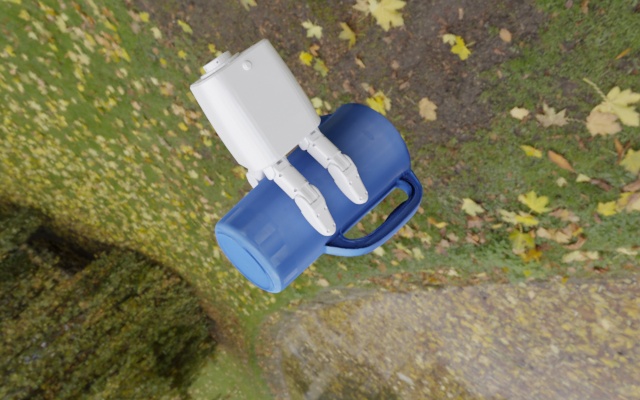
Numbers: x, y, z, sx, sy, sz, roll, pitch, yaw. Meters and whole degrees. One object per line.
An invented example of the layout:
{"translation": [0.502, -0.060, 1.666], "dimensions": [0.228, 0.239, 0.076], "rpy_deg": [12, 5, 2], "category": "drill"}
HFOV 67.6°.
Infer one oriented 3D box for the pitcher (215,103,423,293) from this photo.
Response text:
{"translation": [0.000, 0.002, 0.591], "dimensions": [0.242, 0.145, 0.149], "rpy_deg": [-43, 25, -25], "category": "pitcher"}
